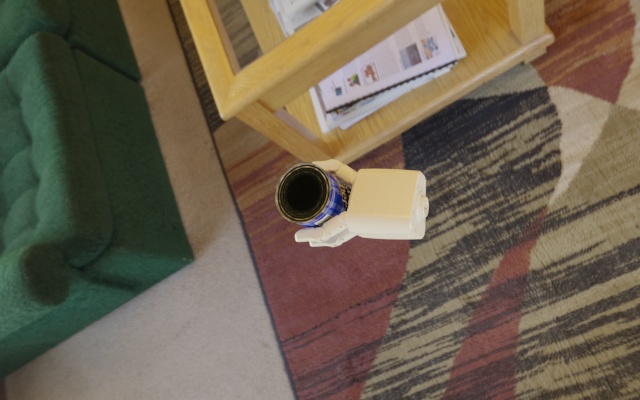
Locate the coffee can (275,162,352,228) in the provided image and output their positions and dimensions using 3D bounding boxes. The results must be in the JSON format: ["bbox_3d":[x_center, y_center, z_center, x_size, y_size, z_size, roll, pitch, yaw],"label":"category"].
[{"bbox_3d":[0.000,0.003,0.837,0.103,0.102,0.140,0,-13,26],"label":"coffee can"}]
